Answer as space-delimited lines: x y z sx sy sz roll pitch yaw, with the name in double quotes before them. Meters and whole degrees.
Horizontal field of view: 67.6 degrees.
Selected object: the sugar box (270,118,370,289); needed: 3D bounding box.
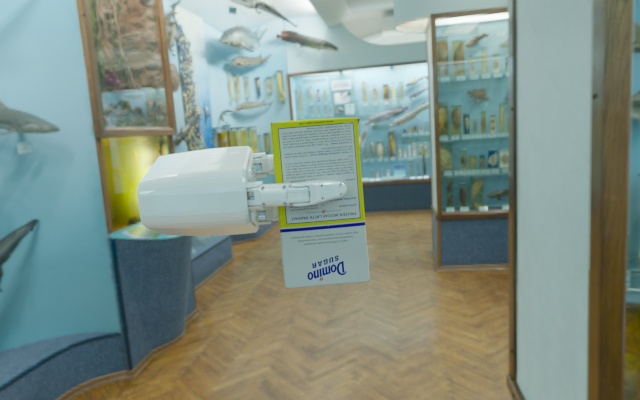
"sugar box" 0.000 0.002 0.515 0.093 0.176 0.048 -4 8 -2
